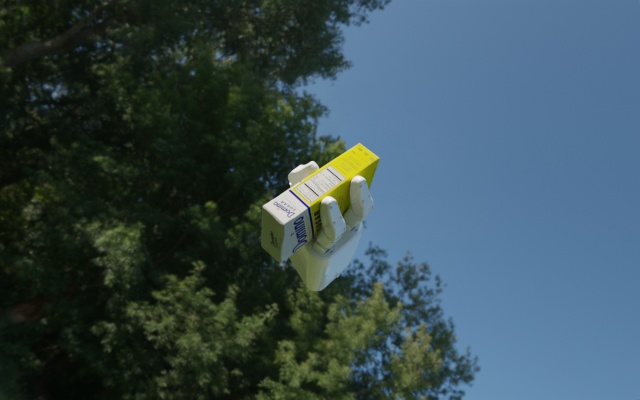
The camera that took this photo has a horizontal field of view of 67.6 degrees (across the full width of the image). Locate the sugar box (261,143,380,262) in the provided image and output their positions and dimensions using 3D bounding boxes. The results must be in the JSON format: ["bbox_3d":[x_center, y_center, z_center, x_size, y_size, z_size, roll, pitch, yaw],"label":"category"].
[{"bbox_3d":[0.001,0.002,0.643,0.048,0.093,0.176,39,58,21],"label":"sugar box"}]
